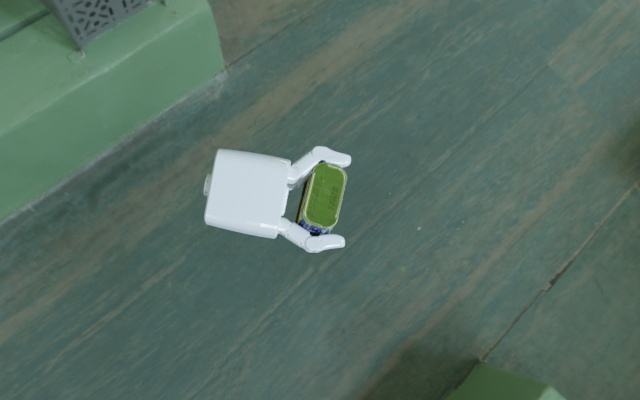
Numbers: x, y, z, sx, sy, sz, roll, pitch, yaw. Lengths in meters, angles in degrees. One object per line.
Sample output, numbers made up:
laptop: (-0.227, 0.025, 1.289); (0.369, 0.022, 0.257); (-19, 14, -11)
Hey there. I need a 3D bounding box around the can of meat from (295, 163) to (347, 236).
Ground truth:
can of meat: (0.000, 0.002, 0.715); (0.057, 0.102, 0.084); (15, -17, -5)
